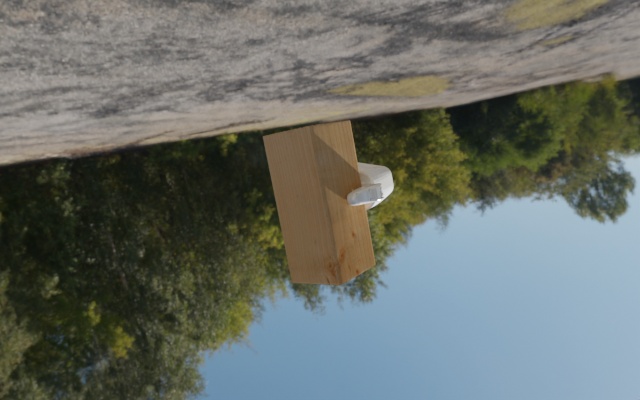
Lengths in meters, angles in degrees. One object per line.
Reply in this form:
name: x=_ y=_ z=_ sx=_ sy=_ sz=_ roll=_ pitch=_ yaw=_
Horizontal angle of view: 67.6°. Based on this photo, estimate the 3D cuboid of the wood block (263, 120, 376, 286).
wood block: x=0.001 y=0.002 z=0.656 sx=0.091 sy=0.206 sz=0.090 roll=-6 pitch=8 yaw=40
